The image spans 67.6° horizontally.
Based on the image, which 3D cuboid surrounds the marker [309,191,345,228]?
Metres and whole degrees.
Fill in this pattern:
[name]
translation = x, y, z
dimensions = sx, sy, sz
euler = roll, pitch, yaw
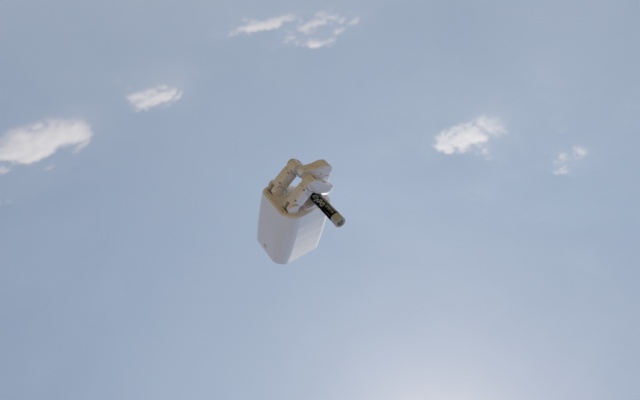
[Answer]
[marker]
translation = 0.000, 0.003, 0.784
dimensions = 0.020, 0.020, 0.121
euler = 0, 33, -38
